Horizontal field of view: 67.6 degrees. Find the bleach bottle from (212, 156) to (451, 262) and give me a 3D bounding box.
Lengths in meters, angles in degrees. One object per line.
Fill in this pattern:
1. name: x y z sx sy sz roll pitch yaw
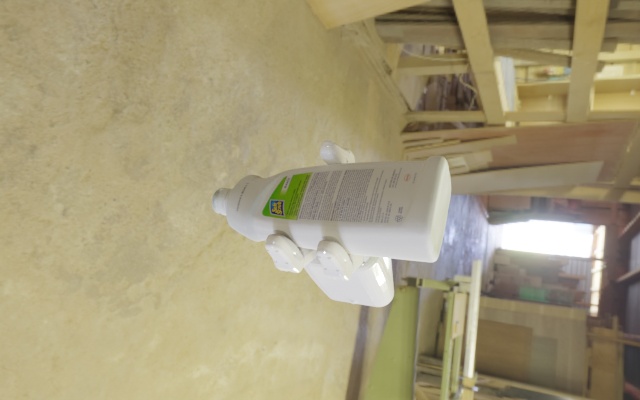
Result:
1. bleach bottle: 0.000 0.002 0.498 0.251 0.102 0.068 4 -34 25
